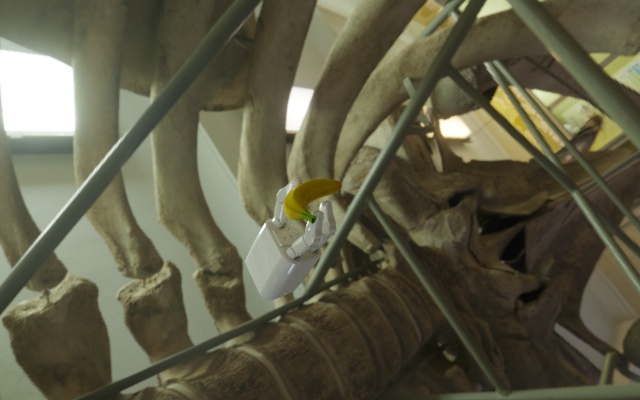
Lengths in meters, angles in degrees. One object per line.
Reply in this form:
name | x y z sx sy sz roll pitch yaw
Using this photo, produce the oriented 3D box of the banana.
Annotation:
banana | -0.018 -0.003 0.809 0.069 0.037 0.197 22 24 7
